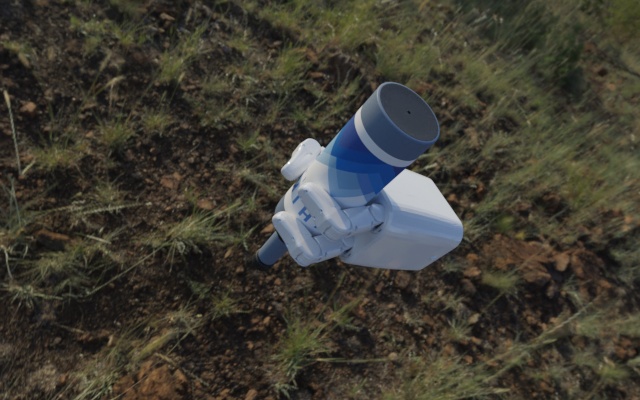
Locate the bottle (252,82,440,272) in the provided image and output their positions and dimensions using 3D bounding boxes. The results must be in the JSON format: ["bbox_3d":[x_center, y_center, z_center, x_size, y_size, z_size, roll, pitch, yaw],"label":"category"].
[{"bbox_3d":[0.000,0.001,0.501,0.069,0.069,0.296,0,-31,-36],"label":"bottle"}]
